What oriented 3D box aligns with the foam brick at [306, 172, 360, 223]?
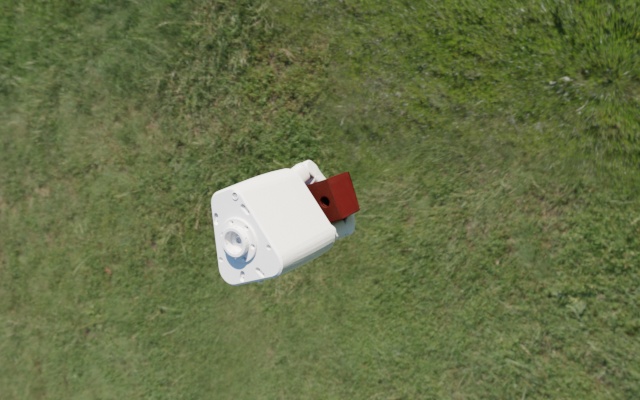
[{"bbox_3d":[0.000,0.002,0.601,0.078,0.053,0.051,-17,3,34],"label":"foam brick"}]
